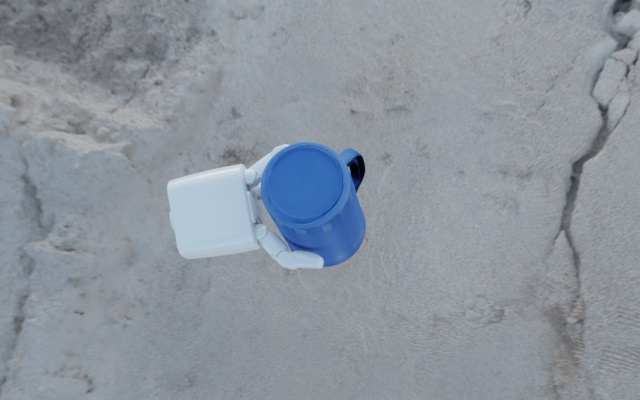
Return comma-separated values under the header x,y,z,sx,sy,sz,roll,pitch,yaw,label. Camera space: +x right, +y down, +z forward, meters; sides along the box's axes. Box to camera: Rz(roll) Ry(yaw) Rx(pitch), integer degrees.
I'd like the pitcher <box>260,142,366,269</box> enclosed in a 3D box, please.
x,y,z,sx,sy,sz,roll,pitch,yaw,label
0.000,0.002,0.665,0.145,0.149,0.243,-9,-16,3,pitcher
